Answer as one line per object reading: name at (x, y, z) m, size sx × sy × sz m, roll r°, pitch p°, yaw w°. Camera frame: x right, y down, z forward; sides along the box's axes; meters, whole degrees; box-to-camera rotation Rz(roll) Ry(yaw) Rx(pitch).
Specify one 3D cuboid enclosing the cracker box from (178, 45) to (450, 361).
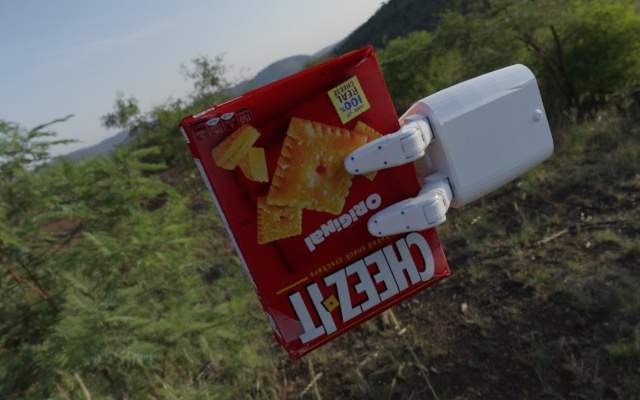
cracker box at (0.000, 0.001, 0.410) m, size 0.164 × 0.214 × 0.072 m, roll -25°, pitch 13°, yaw -13°
